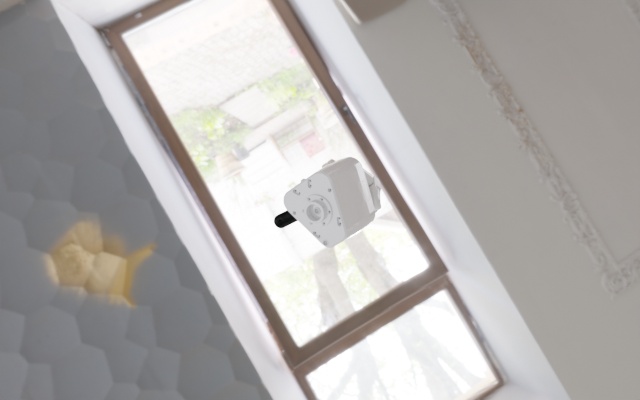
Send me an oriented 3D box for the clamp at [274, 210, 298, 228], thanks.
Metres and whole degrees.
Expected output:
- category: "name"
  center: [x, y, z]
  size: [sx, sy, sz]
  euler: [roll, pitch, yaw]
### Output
- category: "clamp"
  center: [0.001, 0.003, 0.832]
  size: [0.171, 0.039, 0.120]
  euler: [-32, -1, 32]
